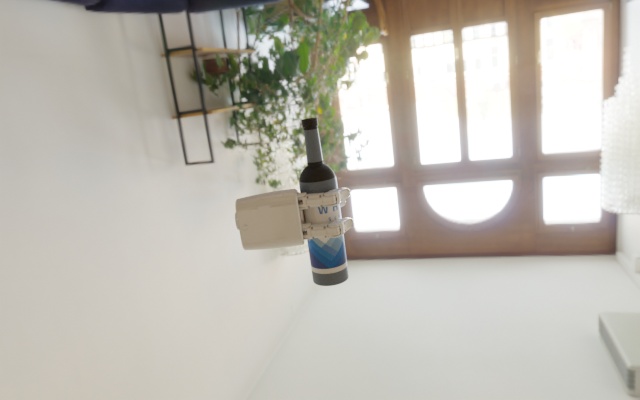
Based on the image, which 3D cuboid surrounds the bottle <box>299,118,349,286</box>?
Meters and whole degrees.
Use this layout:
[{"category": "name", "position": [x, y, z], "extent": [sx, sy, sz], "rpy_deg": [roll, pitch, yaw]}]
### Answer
[{"category": "bottle", "position": [0.000, 0.003, 0.847], "extent": [0.069, 0.296, 0.069], "rpy_deg": [-7, 14, 2]}]
